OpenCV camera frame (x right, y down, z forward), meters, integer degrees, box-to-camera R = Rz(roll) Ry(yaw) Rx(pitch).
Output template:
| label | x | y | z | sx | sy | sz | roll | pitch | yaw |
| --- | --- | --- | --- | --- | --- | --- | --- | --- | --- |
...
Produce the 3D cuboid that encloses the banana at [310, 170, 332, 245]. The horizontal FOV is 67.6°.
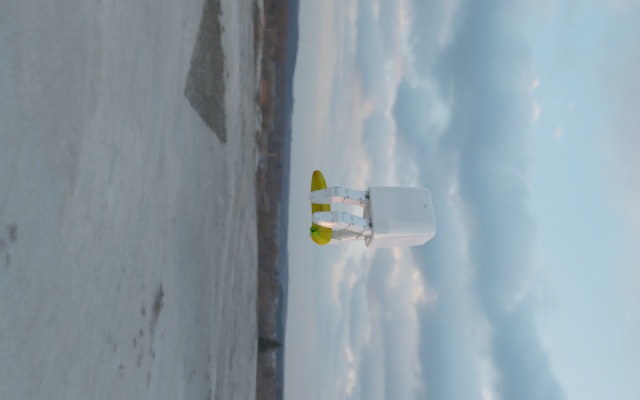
| label | x | y | z | sx | sy | sz | roll | pitch | yaw |
| --- | --- | --- | --- | --- | --- | --- | --- | --- | --- |
| banana | 0.001 | 0.020 | 0.849 | 0.037 | 0.070 | 0.197 | -3 | 33 | 1 |
